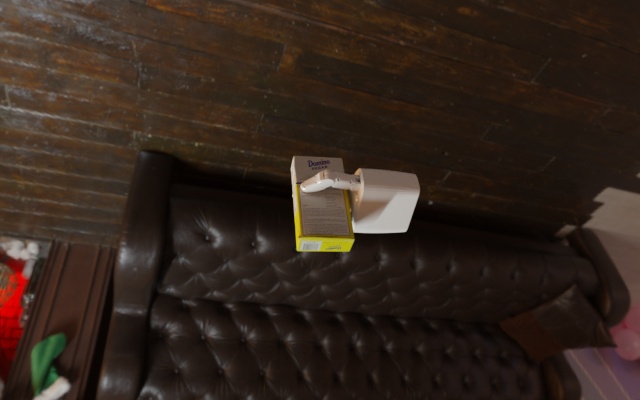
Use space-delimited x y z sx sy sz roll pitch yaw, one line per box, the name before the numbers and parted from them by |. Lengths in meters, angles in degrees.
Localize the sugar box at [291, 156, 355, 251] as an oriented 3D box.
sugar box | 0.000 0.003 0.829 0.093 0.176 0.048 2 -39 -11
